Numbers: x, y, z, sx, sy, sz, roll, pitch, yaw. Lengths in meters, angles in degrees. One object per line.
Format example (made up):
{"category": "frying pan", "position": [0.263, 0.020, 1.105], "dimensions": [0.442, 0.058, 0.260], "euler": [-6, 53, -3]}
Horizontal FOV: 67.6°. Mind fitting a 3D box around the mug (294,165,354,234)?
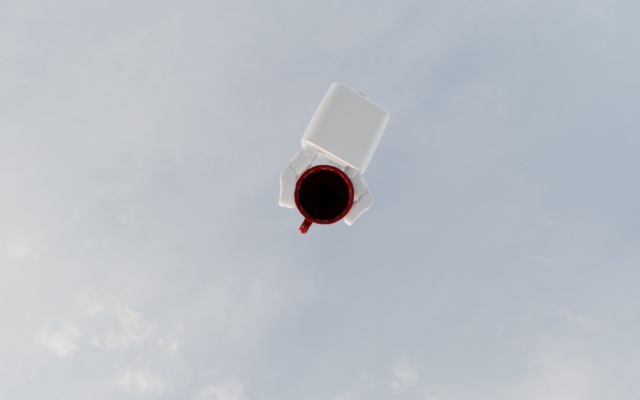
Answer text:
{"category": "mug", "position": [0.000, 0.004, 0.772], "dimensions": [0.093, 0.117, 0.081], "euler": [28, -1, 1]}
